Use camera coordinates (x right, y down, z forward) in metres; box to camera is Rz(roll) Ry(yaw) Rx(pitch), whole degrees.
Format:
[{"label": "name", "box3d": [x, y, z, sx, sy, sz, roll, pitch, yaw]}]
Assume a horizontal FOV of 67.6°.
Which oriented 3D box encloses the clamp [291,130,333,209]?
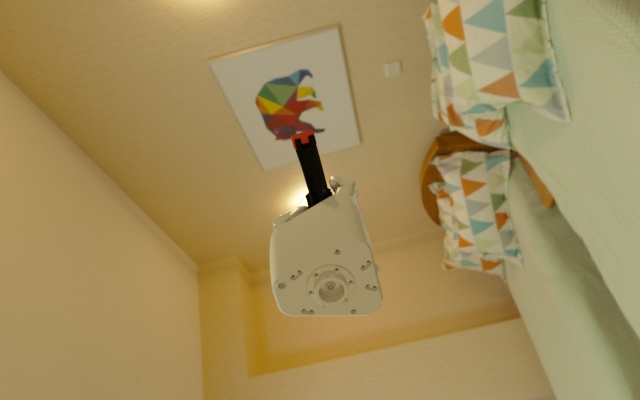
[{"label": "clamp", "box3d": [-0.001, 0.002, 0.643, 0.036, 0.210, 0.164, -16, 23, -1]}]
